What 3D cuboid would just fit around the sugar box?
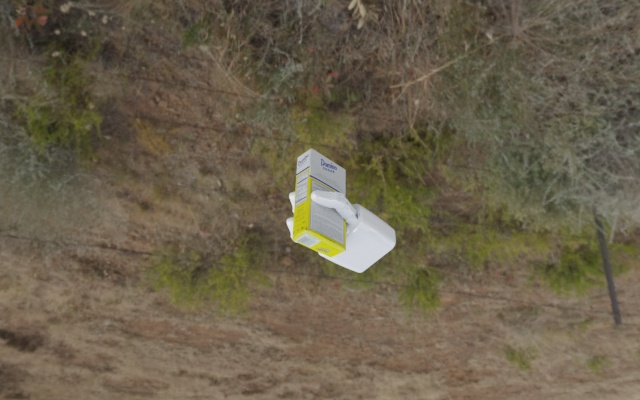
[{"bbox_3d":[0.000,0.003,0.847,0.093,0.176,0.048,30,-46,-33],"label":"sugar box"}]
